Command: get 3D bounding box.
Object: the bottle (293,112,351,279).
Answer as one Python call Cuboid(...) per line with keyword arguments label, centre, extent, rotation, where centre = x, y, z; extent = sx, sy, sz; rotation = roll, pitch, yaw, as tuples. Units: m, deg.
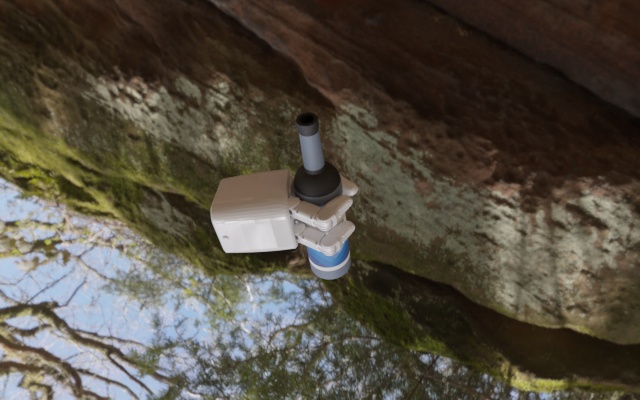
Cuboid(label="bottle", centre=(0.000, 0.002, 0.681), extent=(0.069, 0.069, 0.296), rotation=(0, -43, 9))
